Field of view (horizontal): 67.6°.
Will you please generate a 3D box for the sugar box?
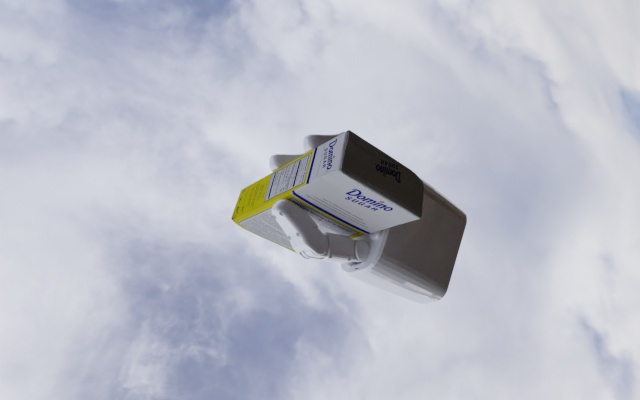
[{"bbox_3d":[0.000,0.001,0.447,0.093,0.048,0.176,29,-33,-29],"label":"sugar box"}]
